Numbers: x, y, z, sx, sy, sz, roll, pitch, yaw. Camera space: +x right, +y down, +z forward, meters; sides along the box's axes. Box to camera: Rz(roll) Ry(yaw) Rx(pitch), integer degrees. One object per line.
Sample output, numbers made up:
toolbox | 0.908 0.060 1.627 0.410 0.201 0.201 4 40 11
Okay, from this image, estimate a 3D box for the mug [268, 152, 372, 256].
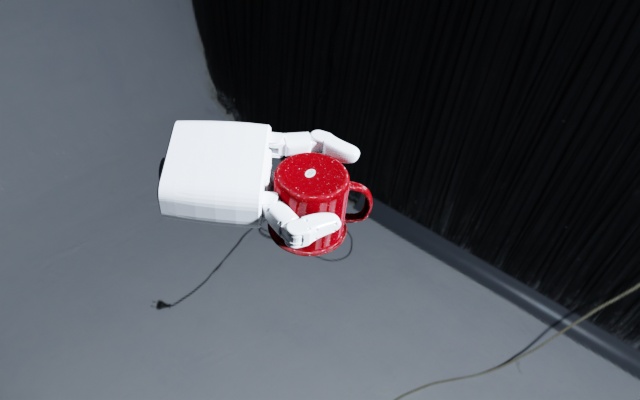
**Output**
mug | 0.002 0.002 0.533 0.117 0.082 0.093 4 43 -3
